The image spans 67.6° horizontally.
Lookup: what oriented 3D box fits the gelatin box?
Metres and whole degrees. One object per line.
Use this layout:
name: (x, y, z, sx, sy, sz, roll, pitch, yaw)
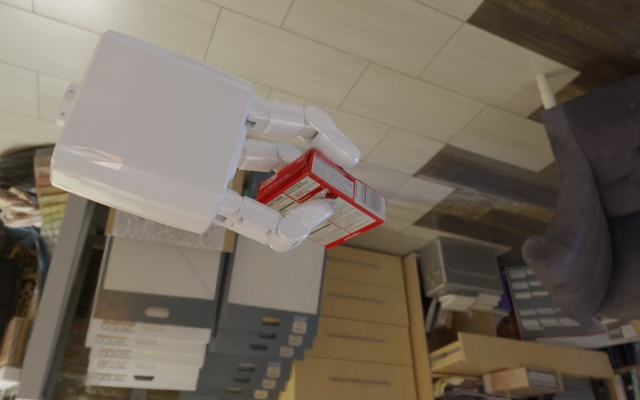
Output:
gelatin box: (0.000, 0.002, 0.411, 0.089, 0.030, 0.073, 32, -42, -28)
